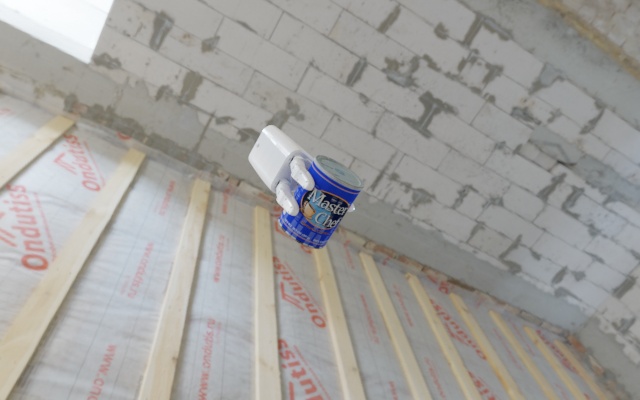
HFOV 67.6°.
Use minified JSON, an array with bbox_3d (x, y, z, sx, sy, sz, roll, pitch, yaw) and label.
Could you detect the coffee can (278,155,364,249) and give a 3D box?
[{"bbox_3d":[0.000,0.003,0.875,0.103,0.140,0.102,28,19,-11],"label":"coffee can"}]
